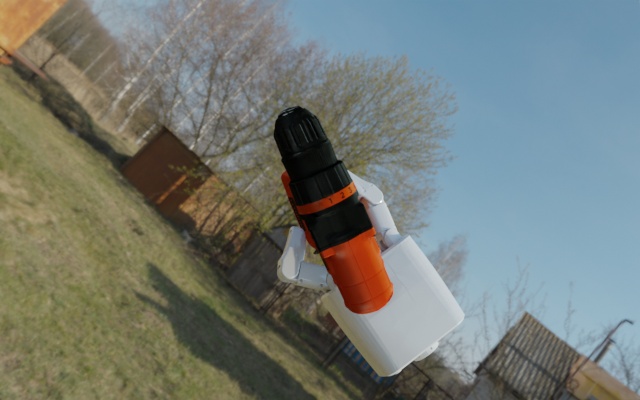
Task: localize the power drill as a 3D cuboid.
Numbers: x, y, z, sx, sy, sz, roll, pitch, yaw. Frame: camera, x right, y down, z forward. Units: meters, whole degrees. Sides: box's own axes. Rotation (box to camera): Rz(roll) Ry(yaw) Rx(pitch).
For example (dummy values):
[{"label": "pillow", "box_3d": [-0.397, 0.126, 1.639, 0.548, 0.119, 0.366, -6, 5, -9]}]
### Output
[{"label": "power drill", "box_3d": [0.000, 0.002, 0.465, 0.057, 0.184, 0.187, -23, 10, -3]}]
